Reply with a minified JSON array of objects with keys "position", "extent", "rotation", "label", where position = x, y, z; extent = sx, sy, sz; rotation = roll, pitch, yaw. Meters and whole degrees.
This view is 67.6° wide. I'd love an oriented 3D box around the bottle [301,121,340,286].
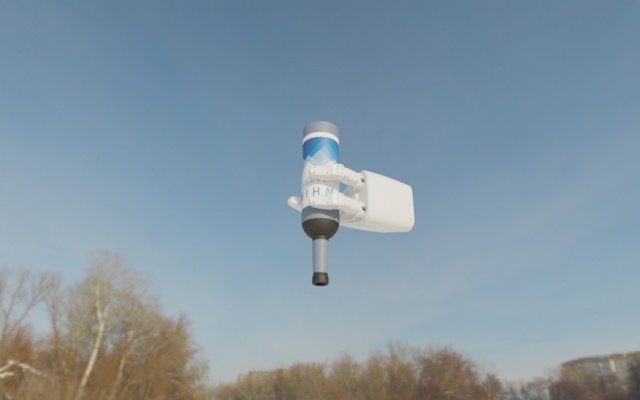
[{"position":[0.000,0.002,0.837],"extent":[0.069,0.295,0.069],"rotation":[0,-25,0],"label":"bottle"}]
